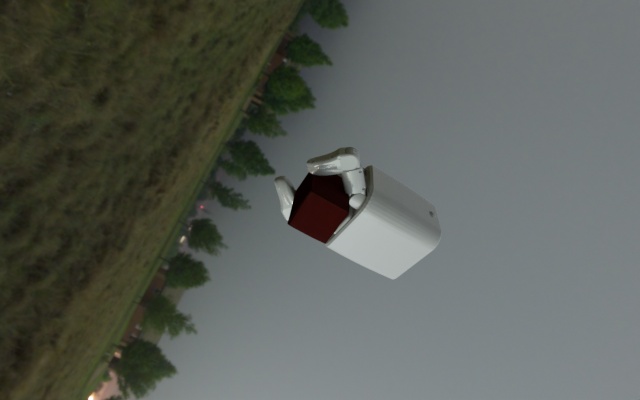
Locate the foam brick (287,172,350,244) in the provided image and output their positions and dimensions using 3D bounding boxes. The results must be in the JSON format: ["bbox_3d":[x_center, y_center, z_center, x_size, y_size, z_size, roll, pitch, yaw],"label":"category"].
[{"bbox_3d":[0.000,0.002,0.558,0.051,0.053,0.078,30,27,-12],"label":"foam brick"}]
